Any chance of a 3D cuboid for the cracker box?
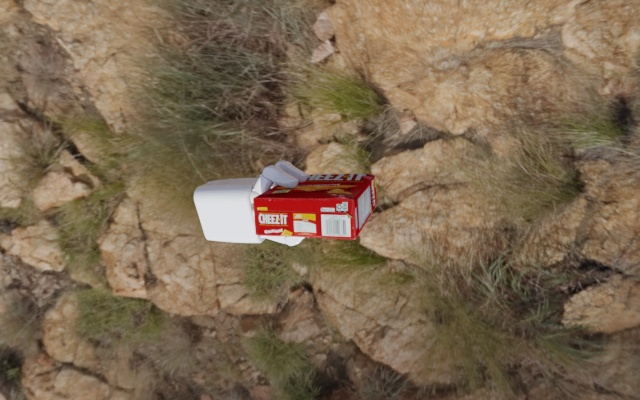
[{"bbox_3d":[0.000,0.003,0.825,0.164,0.072,0.213,1,13,15],"label":"cracker box"}]
